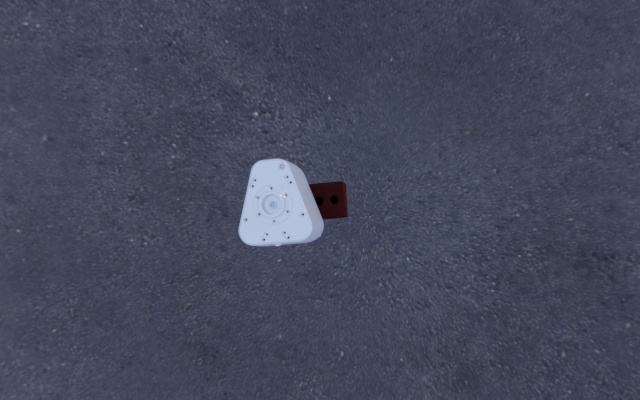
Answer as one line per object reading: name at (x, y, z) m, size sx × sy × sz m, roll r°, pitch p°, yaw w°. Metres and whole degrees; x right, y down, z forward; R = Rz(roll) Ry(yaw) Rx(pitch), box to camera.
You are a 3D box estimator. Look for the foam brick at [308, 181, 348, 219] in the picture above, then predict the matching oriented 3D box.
foam brick at (0.000, 0.002, 0.705) m, size 0.078 × 0.053 × 0.051 m, roll -6°, pitch -4°, yaw 6°
